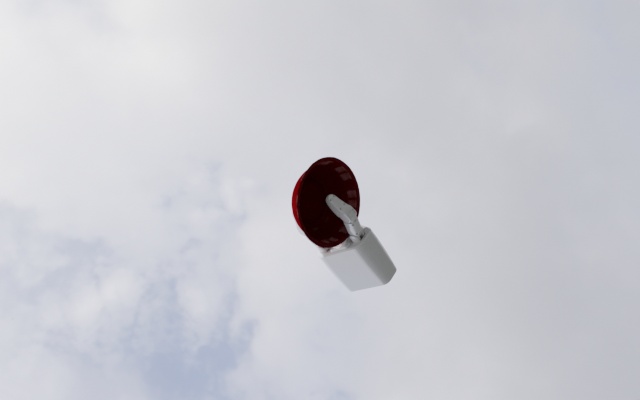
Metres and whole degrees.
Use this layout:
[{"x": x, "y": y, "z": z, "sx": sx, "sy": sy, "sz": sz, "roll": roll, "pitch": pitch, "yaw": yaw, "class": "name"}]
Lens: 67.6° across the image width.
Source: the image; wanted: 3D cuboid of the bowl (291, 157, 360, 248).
[{"x": -0.001, "y": 0.002, "z": 0.862, "sx": 0.055, "sy": 0.162, "sz": 0.162, "roll": 3, "pitch": 2, "yaw": 45, "class": "bowl"}]
